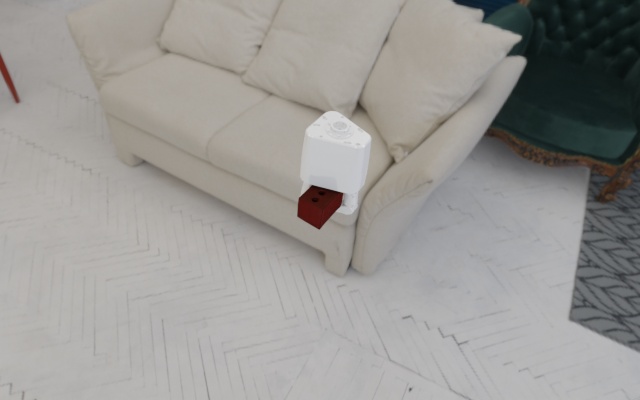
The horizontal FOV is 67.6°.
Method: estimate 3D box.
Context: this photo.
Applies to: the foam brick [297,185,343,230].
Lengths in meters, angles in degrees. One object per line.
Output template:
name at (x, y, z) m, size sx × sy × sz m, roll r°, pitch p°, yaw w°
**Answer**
foam brick at (0.000, 0.003, 0.873) m, size 0.053 × 0.051 × 0.078 m, roll 28°, pitch 49°, yaw 19°
